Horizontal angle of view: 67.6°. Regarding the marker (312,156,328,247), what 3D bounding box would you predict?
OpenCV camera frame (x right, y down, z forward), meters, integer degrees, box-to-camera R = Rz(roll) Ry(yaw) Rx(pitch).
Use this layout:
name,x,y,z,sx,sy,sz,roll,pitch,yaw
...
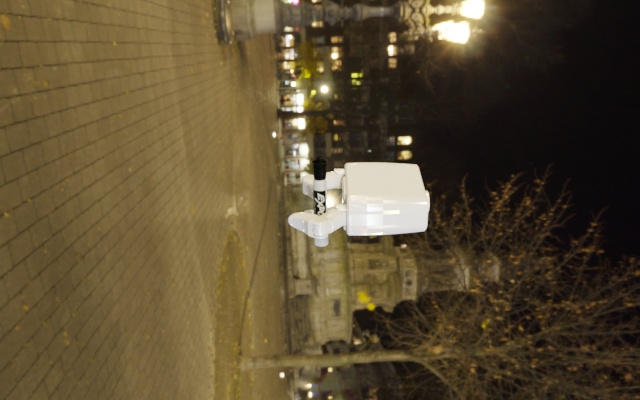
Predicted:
name,x,y,z,sx,sy,sz,roll,pitch,yaw
marker,0.000,0.002,0.618,0.020,0.121,0.020,-1,22,0
